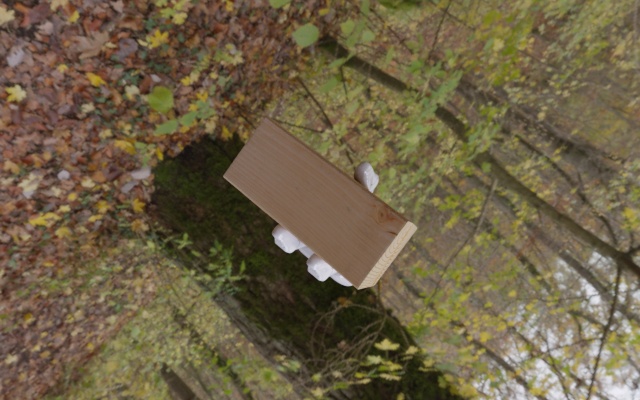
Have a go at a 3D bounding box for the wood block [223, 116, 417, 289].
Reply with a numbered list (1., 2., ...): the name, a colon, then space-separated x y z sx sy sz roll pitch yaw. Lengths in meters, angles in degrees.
1. wood block: 0.000 0.002 0.563 0.206 0.091 0.090 38 5 19
